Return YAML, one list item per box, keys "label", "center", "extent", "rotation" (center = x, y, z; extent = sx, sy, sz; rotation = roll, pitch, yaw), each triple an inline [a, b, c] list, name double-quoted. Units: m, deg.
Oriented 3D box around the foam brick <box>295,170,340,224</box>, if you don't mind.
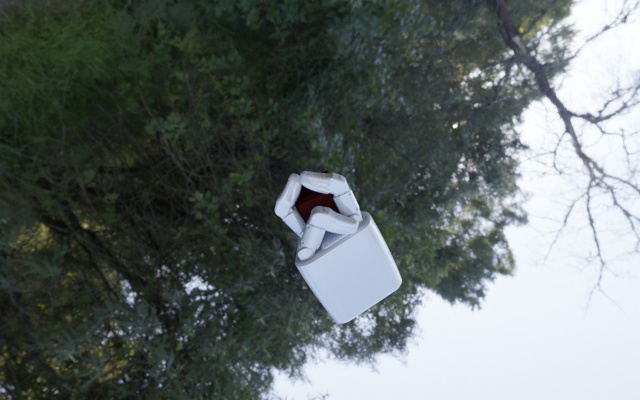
- label: "foam brick"
  center: [0.000, 0.002, 0.657]
  extent: [0.053, 0.051, 0.078]
  rotation: [-28, 19, 11]
